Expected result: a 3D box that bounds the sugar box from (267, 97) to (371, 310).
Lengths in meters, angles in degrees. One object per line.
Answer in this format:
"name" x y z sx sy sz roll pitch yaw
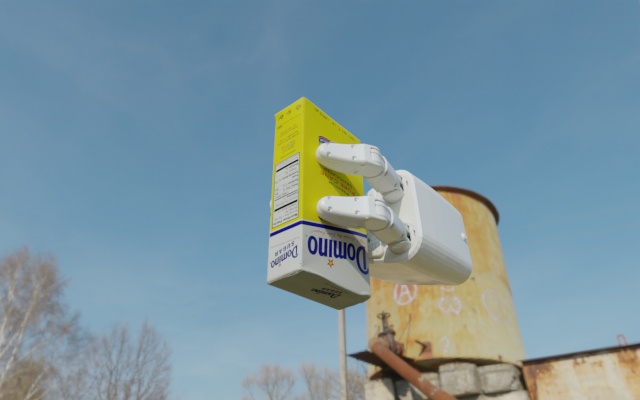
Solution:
"sugar box" 0.001 0.001 0.437 0.048 0.176 0.093 -27 -39 33
